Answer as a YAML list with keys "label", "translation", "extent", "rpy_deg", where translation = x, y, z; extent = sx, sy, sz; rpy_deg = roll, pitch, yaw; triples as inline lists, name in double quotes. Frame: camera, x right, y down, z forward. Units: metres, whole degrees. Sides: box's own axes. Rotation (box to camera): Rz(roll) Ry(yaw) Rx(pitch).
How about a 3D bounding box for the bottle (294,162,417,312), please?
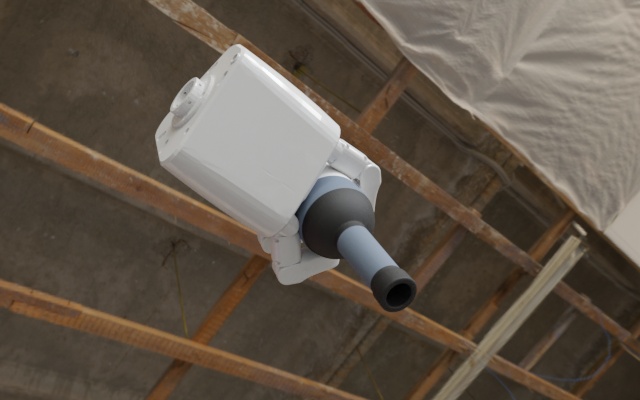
- label: "bottle"
  translation: [0.000, 0.001, 0.434]
  extent: [0.069, 0.069, 0.295]
  rpy_deg: [0, 24, -23]
